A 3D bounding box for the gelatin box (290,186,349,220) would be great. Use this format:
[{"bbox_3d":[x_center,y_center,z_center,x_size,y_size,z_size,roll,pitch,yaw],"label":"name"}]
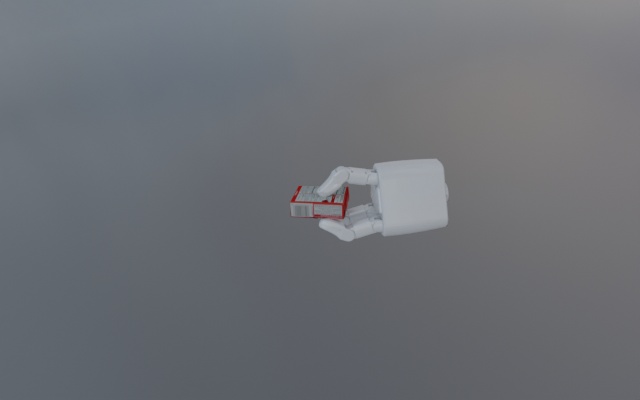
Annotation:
[{"bbox_3d":[0.000,0.002,0.781,0.089,0.030,0.073,2,23,8],"label":"gelatin box"}]
